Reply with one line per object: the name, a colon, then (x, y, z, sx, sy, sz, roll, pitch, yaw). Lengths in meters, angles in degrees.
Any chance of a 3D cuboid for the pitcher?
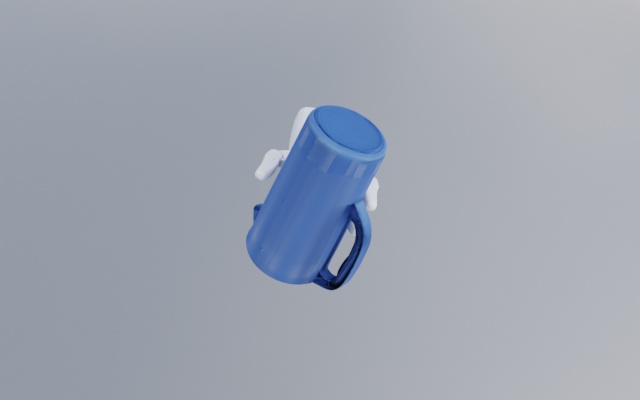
pitcher: (0.000, 0.002, 0.656, 0.149, 0.243, 0.145, 17, 40, -14)
